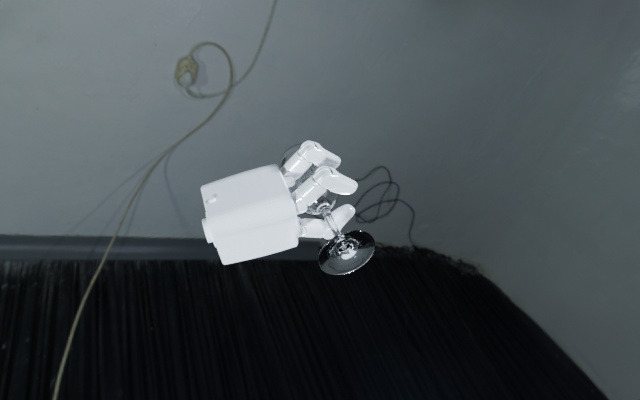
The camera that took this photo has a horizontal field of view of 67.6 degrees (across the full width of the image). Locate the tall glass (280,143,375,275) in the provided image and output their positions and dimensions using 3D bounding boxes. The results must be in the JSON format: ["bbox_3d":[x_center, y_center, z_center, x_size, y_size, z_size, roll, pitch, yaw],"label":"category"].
[{"bbox_3d":[0.000,0.003,0.647,0.079,0.079,0.201,0,39,-24],"label":"tall glass"}]
